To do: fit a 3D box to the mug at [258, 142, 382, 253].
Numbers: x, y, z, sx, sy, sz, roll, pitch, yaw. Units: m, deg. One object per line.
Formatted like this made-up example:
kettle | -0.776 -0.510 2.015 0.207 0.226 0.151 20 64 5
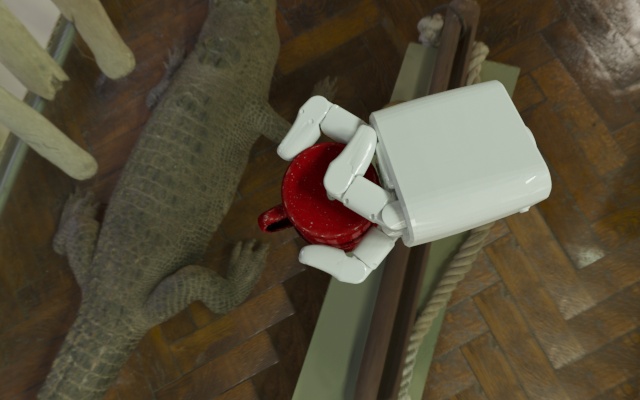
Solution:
mug | -0.001 0.002 0.420 0.117 0.093 0.081 -18 -11 3
